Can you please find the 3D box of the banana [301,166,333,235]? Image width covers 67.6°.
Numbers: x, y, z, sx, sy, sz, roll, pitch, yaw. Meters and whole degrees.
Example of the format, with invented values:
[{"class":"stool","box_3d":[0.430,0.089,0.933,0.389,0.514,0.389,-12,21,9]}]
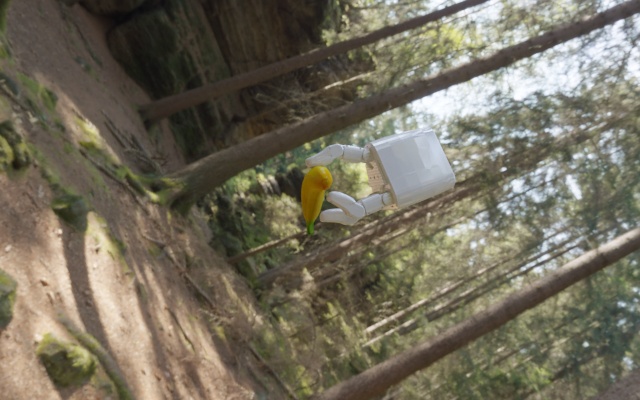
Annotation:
[{"class":"banana","box_3d":[-0.006,-0.013,0.754,0.037,0.069,0.198,-14,-23,-12]}]
